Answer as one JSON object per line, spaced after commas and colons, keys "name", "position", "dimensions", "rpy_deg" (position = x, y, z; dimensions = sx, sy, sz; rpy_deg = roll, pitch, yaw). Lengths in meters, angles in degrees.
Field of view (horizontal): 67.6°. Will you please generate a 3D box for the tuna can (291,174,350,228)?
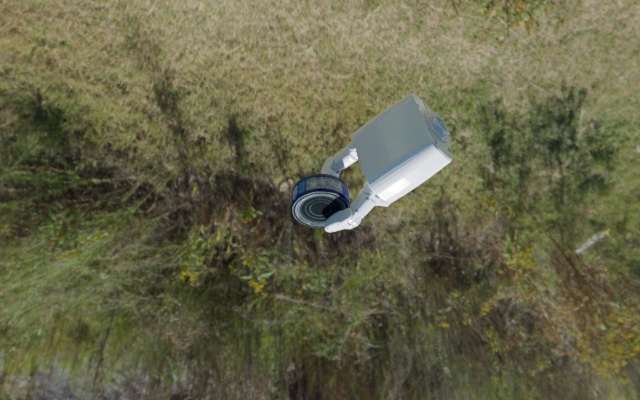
{"name": "tuna can", "position": [0.000, 0.003, 0.697], "dimensions": [0.086, 0.033, 0.086], "rpy_deg": [-1, -40, -1]}
